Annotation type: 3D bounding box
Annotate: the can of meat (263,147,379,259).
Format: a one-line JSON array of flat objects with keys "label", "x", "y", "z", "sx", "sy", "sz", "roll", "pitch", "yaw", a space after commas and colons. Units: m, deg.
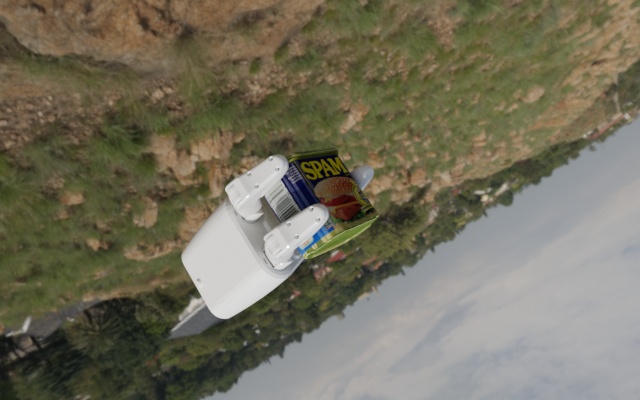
[{"label": "can of meat", "x": 0.000, "y": 0.002, "z": 0.455, "sx": 0.057, "sy": 0.084, "sz": 0.102, "roll": -41, "pitch": -14, "yaw": 32}]
